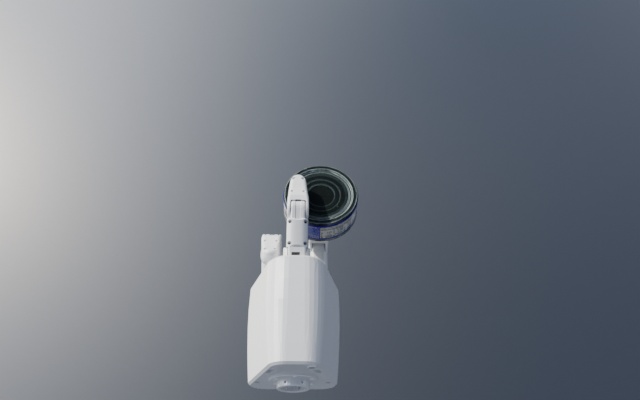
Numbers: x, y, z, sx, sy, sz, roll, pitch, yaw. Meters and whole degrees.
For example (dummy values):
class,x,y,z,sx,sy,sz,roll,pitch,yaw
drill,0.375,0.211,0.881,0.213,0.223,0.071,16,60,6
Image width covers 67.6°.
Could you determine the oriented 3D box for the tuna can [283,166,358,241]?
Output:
class,x,y,z,sx,sy,sz,roll,pitch,yaw
tuna can,0.000,0.001,0.546,0.086,0.086,0.034,0,-36,-1
